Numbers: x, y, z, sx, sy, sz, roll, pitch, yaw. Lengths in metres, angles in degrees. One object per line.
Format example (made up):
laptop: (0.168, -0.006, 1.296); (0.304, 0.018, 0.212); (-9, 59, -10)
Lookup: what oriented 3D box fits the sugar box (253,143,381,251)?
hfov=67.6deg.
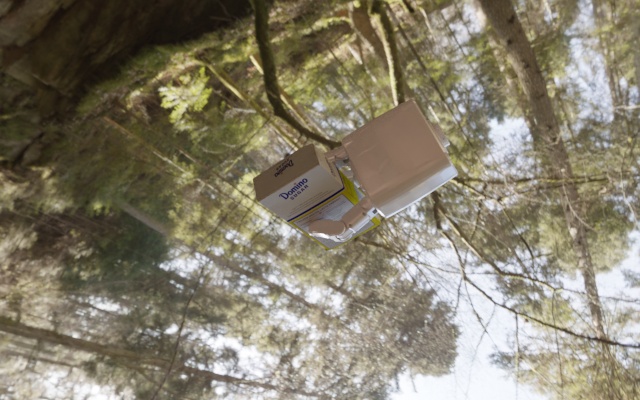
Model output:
sugar box: (0.000, 0.002, 0.634); (0.093, 0.048, 0.176); (-30, -40, 16)
